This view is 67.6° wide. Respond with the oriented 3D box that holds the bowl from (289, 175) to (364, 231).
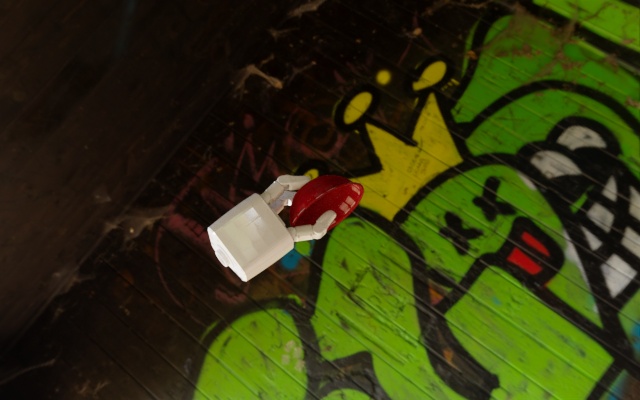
[{"bbox_3d":[0.001,0.002,0.890,0.162,0.055,0.162,-28,-25,-14],"label":"bowl"}]
